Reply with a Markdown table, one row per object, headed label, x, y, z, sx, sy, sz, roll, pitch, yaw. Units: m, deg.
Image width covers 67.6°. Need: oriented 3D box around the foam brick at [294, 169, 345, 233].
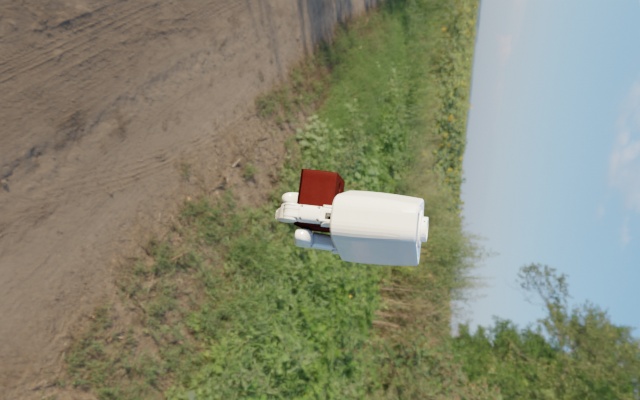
| label | x | y | z | sx | sy | sz | roll | pitch | yaw |
| --- | --- | --- | --- | --- | --- | --- | --- | --- | --- |
| foam brick | 0.000 | 0.002 | 0.650 | 0.051 | 0.078 | 0.053 | 4 | -10 | 16 |
